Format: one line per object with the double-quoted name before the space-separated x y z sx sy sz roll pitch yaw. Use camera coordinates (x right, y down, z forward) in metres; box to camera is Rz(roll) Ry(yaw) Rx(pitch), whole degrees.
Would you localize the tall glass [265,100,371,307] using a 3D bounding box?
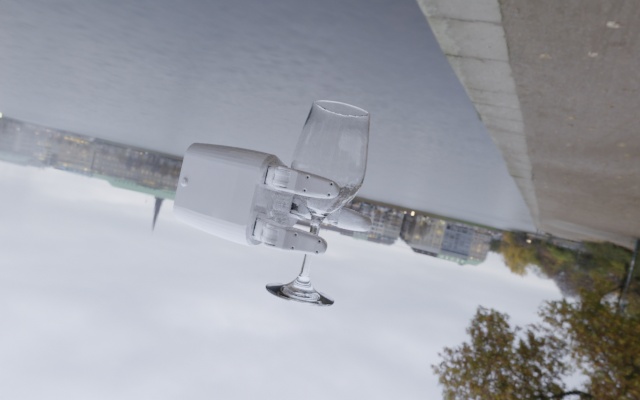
"tall glass" 0.000 0.002 0.497 0.079 0.201 0.079 13 1 0
